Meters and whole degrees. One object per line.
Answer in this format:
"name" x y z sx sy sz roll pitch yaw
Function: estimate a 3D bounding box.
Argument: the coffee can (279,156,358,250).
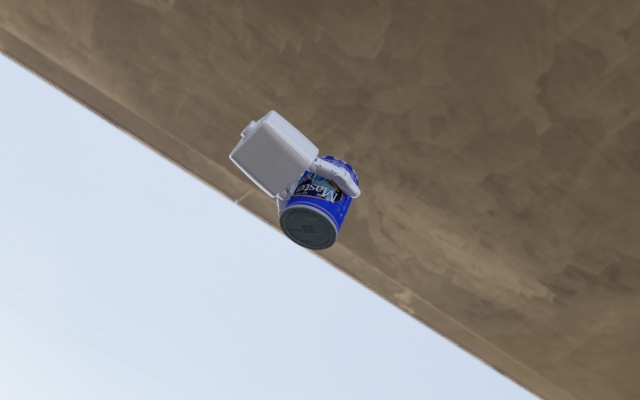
"coffee can" 0.000 0.003 0.850 0.103 0.103 0.140 0 42 25
